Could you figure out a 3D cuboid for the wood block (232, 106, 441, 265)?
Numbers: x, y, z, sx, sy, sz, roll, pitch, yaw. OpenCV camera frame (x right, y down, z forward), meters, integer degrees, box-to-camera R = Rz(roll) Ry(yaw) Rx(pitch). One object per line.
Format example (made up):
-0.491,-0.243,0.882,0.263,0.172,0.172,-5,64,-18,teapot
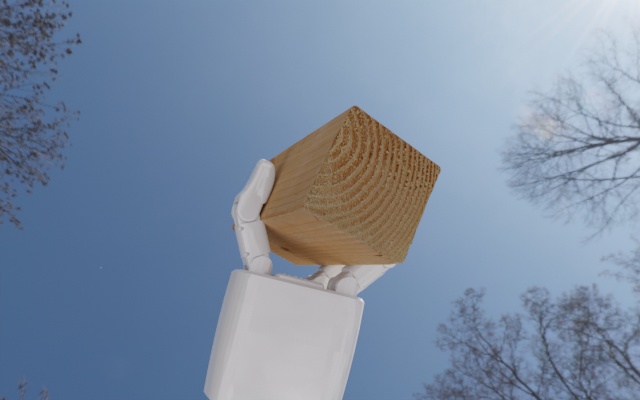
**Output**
0.000,0.002,0.440,0.091,0.090,0.206,32,-19,-18,wood block
